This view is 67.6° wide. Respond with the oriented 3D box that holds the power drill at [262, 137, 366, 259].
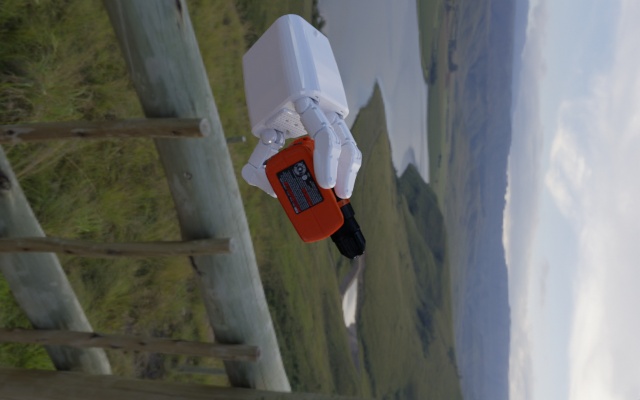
[{"bbox_3d":[0.000,0.002,0.597,0.057,0.184,0.187,-30,-1,7],"label":"power drill"}]
